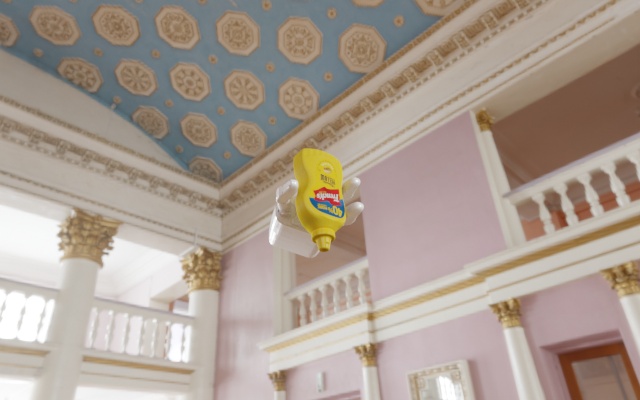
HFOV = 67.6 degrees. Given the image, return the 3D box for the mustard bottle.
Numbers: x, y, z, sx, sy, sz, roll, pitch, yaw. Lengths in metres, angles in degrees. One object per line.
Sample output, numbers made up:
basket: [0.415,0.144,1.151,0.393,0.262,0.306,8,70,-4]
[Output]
mustard bottle: [0.000,0.002,0.853,0.096,0.191,0.058,20,-39,-34]
